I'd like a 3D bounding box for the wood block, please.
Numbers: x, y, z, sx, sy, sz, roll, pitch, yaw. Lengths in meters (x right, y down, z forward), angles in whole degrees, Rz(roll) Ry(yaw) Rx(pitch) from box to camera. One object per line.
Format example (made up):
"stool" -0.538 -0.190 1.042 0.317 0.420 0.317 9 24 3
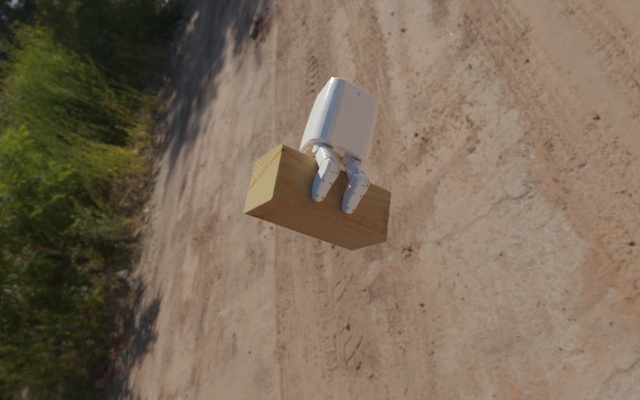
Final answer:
"wood block" 0.000 0.002 0.739 0.206 0.090 0.091 22 -25 -29
